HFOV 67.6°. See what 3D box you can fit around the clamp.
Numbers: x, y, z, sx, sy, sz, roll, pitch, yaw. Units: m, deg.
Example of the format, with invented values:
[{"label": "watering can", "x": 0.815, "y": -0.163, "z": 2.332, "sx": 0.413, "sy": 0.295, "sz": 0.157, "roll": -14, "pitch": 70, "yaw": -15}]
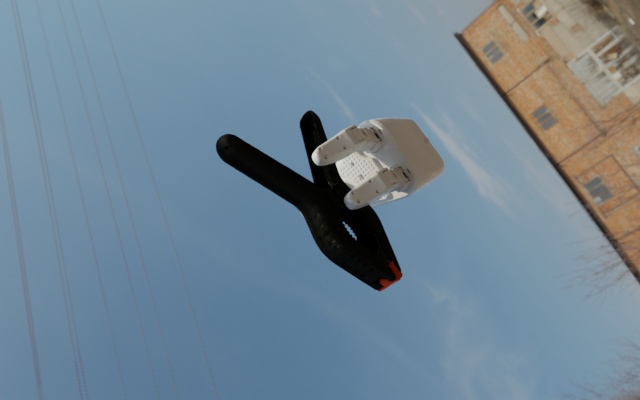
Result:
[{"label": "clamp", "x": 0.000, "y": 0.002, "z": 0.468, "sx": 0.036, "sy": 0.210, "sz": 0.164, "roll": -40, "pitch": -11, "yaw": 34}]
